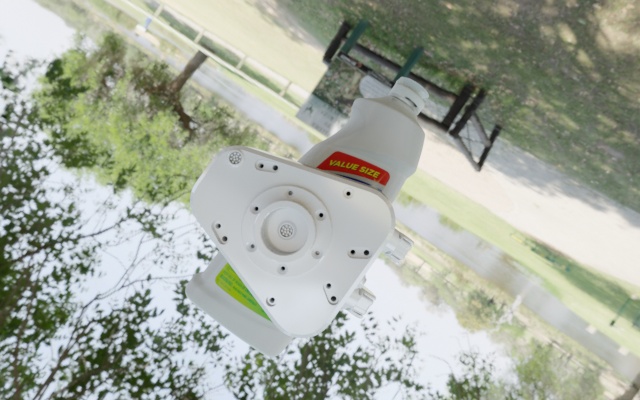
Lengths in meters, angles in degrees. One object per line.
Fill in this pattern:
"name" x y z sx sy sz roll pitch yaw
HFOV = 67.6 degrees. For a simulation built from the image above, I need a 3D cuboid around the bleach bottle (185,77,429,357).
"bleach bottle" 0.000 0.001 0.405 0.102 0.251 0.068 35 1 3
